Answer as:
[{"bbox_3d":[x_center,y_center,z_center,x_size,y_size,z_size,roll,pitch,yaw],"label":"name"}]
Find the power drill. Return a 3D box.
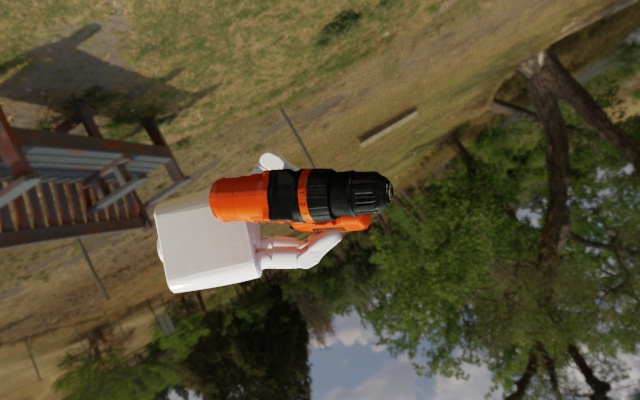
[{"bbox_3d":[0.000,0.002,0.524,0.184,0.057,0.188,-1,-7,19],"label":"power drill"}]
